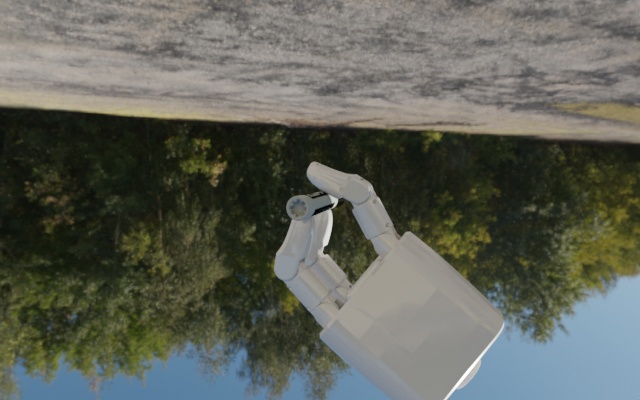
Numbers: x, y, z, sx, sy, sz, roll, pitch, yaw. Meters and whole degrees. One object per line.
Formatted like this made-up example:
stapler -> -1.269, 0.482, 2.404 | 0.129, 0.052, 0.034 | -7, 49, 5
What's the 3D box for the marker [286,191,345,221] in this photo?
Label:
marker -> 0.000, 0.001, 0.413 | 0.020, 0.020, 0.121 | 0, 4, 16
